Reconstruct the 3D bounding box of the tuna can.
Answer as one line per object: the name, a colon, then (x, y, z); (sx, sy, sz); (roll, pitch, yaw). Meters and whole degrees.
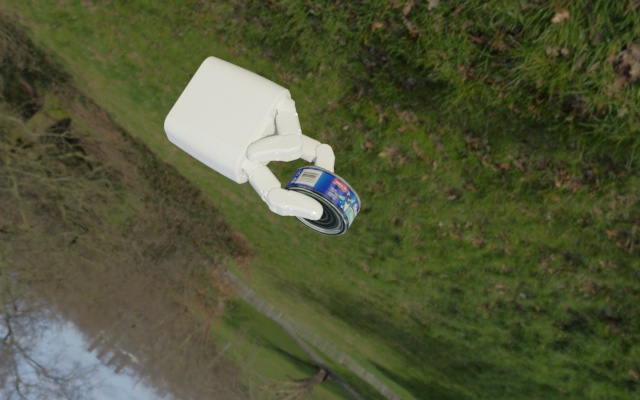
tuna can: (0.000, 0.002, 0.542); (0.086, 0.033, 0.086); (24, -29, 15)
